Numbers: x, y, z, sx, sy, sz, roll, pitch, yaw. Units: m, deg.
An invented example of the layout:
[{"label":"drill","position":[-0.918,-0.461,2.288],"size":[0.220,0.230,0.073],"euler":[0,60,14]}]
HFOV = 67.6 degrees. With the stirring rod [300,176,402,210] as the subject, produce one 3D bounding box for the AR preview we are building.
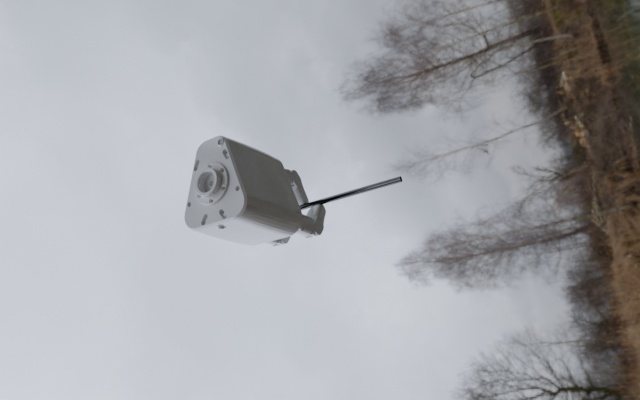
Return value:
[{"label":"stirring rod","position":[0.000,0.002,0.664],"size":[0.239,0.011,0.011],"euler":[-16,-8,27]}]
